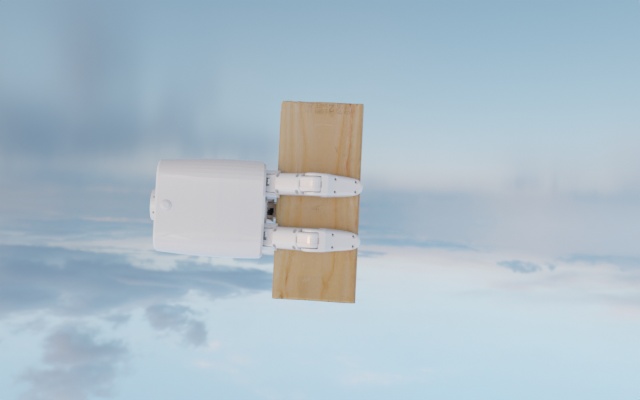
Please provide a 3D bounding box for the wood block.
[{"bbox_3d":[0.000,0.002,0.537,0.090,0.206,0.091,3,-1,3],"label":"wood block"}]
